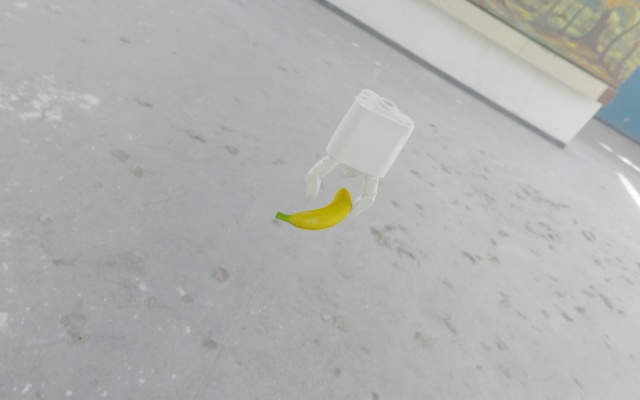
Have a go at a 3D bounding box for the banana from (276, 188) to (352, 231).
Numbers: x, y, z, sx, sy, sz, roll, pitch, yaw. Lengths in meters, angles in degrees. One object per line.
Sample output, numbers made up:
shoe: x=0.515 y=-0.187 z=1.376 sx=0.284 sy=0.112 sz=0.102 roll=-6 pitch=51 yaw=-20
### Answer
banana: x=0.011 y=0.016 z=0.838 sx=0.069 sy=0.037 sz=0.198 roll=43 pitch=33 yaw=20
